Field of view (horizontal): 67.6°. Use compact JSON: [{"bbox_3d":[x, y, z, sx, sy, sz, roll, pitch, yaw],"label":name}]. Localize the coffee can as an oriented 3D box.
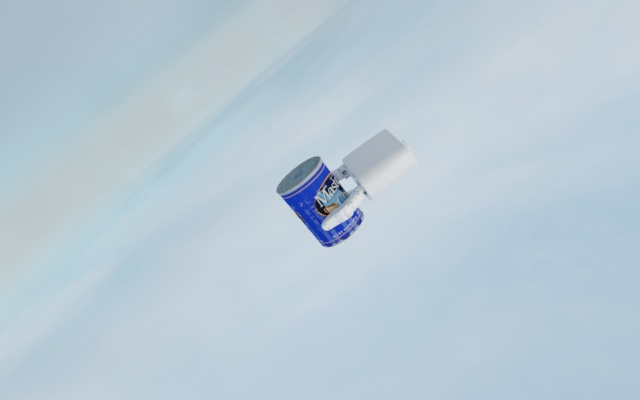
[{"bbox_3d":[0.000,0.003,0.893,0.103,0.140,0.102,-34,20,14],"label":"coffee can"}]
